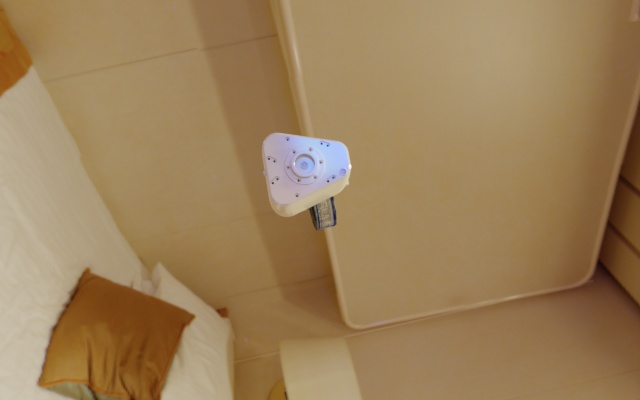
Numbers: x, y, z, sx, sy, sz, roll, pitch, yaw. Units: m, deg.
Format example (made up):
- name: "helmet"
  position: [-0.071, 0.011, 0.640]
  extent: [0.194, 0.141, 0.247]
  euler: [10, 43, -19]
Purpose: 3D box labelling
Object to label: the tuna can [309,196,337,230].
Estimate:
- name: "tuna can"
  position: [0.001, 0.002, 0.762]
  extent: [0.034, 0.086, 0.086]
  euler: [-12, 1, -7]
